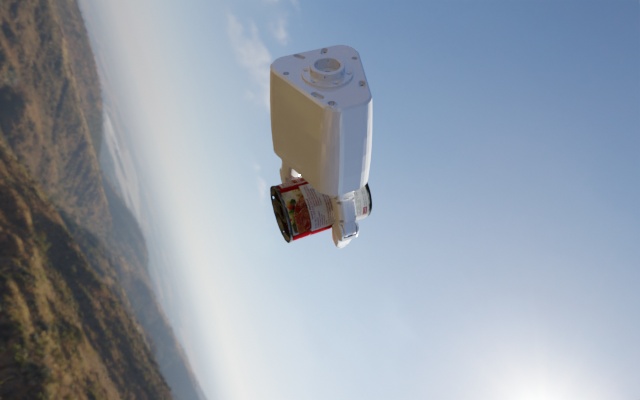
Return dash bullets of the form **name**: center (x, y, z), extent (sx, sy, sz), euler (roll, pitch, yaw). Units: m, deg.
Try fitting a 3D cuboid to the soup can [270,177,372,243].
- **soup can**: center (0.000, 0.002, 0.555), extent (0.102, 0.068, 0.068), euler (-17, 5, -16)
